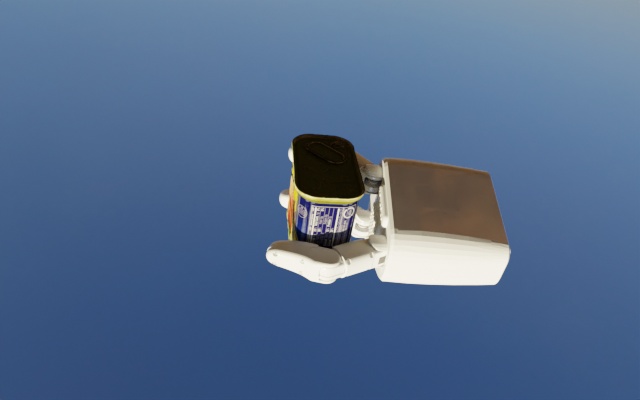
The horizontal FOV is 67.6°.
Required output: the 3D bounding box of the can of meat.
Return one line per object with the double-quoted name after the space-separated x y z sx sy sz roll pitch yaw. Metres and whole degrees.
0.000 0.002 0.431 0.057 0.084 0.102 3 36 -8 "can of meat"
